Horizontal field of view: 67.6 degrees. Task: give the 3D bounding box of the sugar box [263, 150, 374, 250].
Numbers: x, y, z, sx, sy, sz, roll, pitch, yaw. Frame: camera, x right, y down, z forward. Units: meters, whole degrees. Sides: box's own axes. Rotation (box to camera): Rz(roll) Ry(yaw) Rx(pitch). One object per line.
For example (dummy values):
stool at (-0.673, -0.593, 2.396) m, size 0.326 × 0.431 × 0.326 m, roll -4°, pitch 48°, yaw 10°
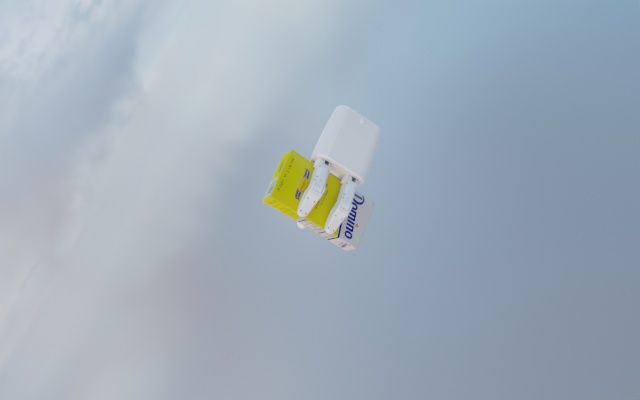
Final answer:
sugar box at (0.000, 0.002, 0.792) m, size 0.176 × 0.093 × 0.048 m, roll 30°, pitch -22°, yaw -18°
